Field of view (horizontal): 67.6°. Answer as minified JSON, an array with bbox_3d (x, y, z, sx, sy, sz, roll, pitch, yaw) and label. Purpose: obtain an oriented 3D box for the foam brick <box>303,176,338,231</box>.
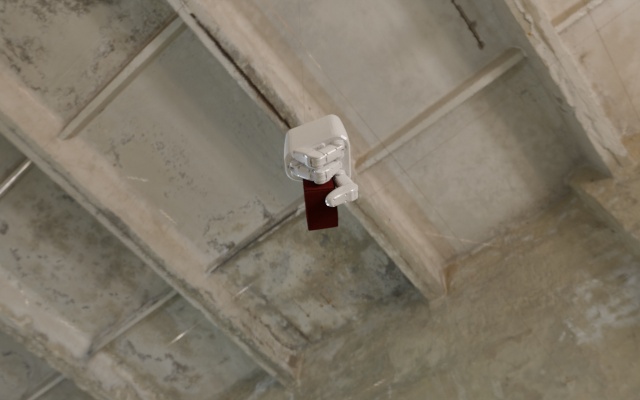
[{"bbox_3d":[0.000,0.003,0.800,0.053,0.078,0.051,-6,32,-4],"label":"foam brick"}]
